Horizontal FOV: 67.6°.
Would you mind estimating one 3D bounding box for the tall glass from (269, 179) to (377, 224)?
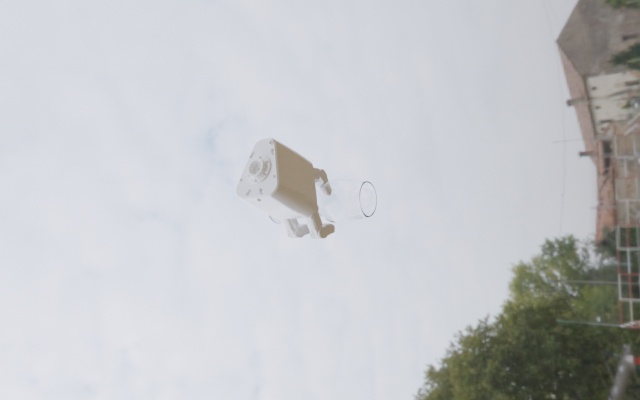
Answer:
[{"bbox_3d":[0.000,0.003,0.872,0.201,0.079,0.079,-4,-2,34],"label":"tall glass"}]
